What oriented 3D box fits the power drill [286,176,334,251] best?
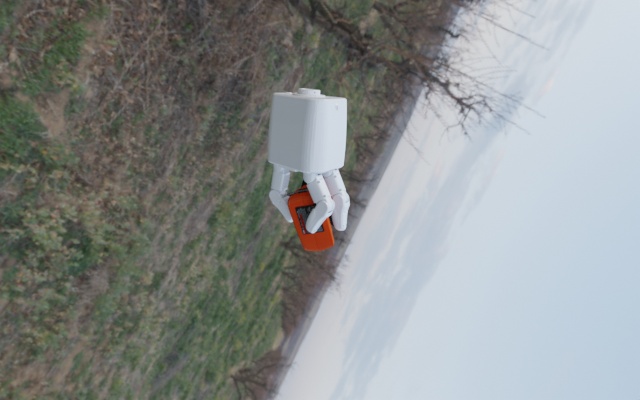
[{"bbox_3d":[0.000,0.003,0.818,0.057,0.184,0.187,-12,28,13],"label":"power drill"}]
